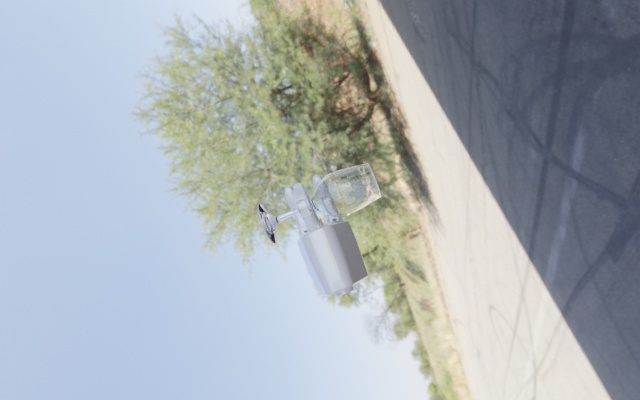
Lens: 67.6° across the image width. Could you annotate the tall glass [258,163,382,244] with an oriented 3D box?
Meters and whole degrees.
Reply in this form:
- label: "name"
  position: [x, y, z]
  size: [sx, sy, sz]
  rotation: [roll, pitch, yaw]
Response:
- label: "tall glass"
  position: [-0.001, 0.003, 0.809]
  size: [0.201, 0.079, 0.079]
  rotation: [-23, -2, 5]
